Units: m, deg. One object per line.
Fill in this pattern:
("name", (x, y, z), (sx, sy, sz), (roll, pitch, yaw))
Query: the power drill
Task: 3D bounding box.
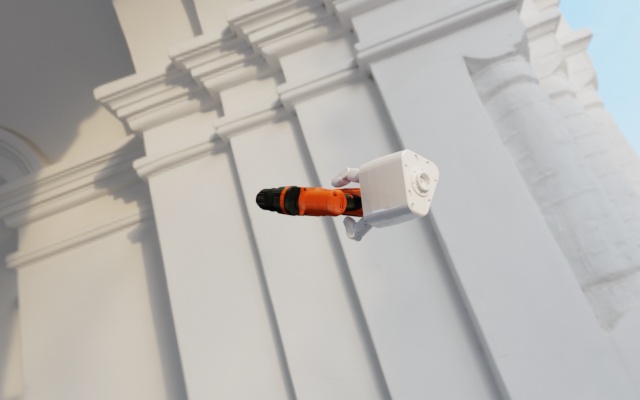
("power drill", (0.001, 0.003, 0.877), (0.184, 0.057, 0.187), (5, 4, 36))
